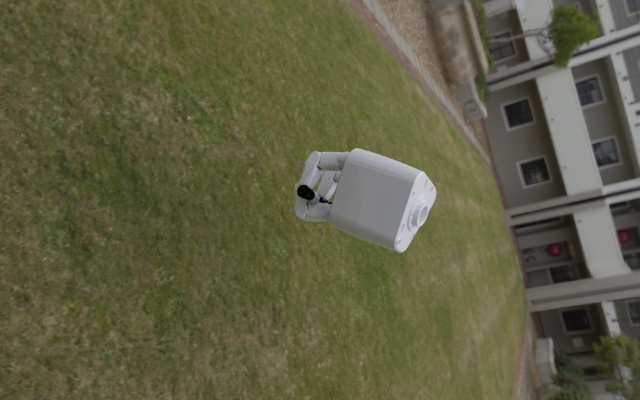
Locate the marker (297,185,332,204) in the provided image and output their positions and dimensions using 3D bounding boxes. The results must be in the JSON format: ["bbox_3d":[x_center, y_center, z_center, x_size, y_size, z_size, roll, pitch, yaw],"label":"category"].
[{"bbox_3d":[0.000,0.002,0.703,0.020,0.020,0.121,0,-17,28],"label":"marker"}]
